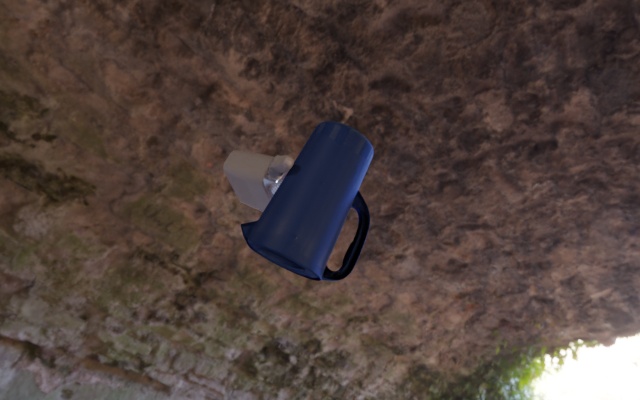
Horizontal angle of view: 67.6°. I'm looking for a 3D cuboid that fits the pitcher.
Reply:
[{"bbox_3d":[0.000,0.002,0.773,0.145,0.242,0.149,15,-21,38],"label":"pitcher"}]
